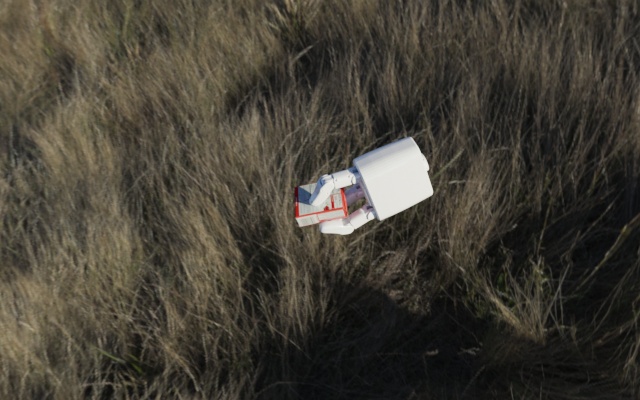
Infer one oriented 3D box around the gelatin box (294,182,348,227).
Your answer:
[{"bbox_3d":[0.000,0.003,0.836,0.089,0.073,0.030,-12,-41,8],"label":"gelatin box"}]
